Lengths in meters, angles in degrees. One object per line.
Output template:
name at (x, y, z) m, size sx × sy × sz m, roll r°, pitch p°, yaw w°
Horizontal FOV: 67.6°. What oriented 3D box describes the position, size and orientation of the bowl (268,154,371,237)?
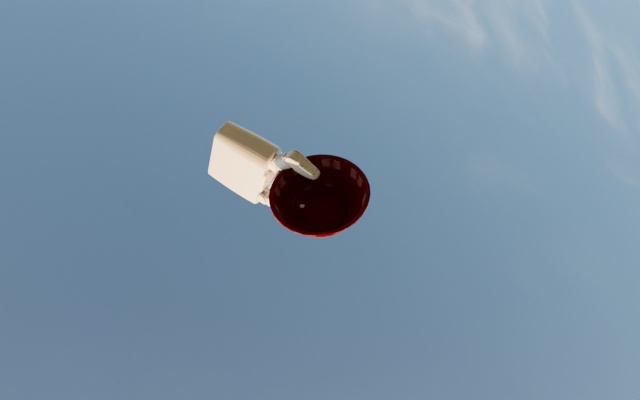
bowl at (0.001, 0.004, 0.773) m, size 0.162 × 0.162 × 0.055 m, roll 0°, pitch -37°, yaw 6°
